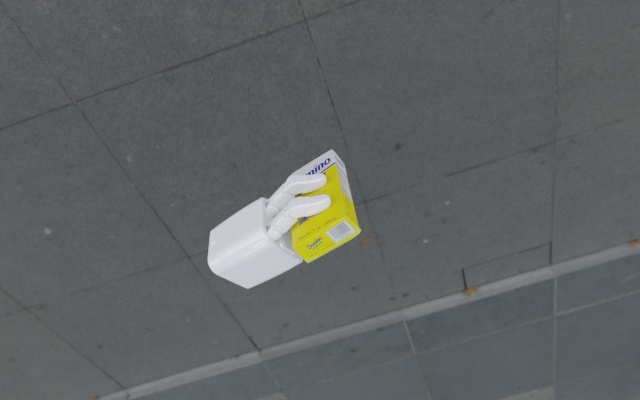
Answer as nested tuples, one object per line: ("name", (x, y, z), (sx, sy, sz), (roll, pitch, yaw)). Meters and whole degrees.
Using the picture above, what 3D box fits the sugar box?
("sugar box", (0.000, 0.002, 0.723), (0.093, 0.176, 0.048), (-31, -53, 15))
